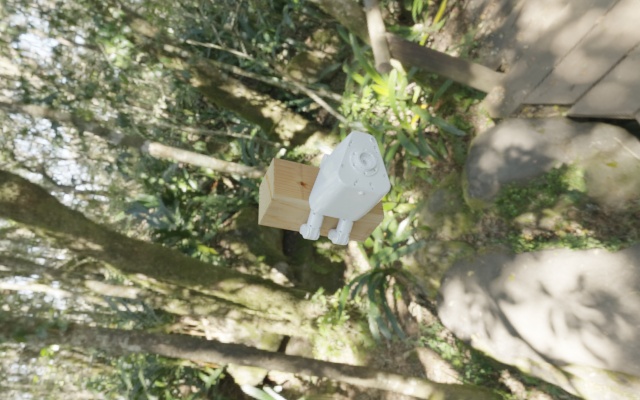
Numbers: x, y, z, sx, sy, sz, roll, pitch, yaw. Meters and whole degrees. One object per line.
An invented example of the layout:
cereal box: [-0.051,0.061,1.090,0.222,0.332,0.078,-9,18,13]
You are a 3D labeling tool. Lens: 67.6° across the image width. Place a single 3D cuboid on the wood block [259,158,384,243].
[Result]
wood block: [0.000,0.002,0.867,0.206,0.090,0.090,12,-41,-19]
